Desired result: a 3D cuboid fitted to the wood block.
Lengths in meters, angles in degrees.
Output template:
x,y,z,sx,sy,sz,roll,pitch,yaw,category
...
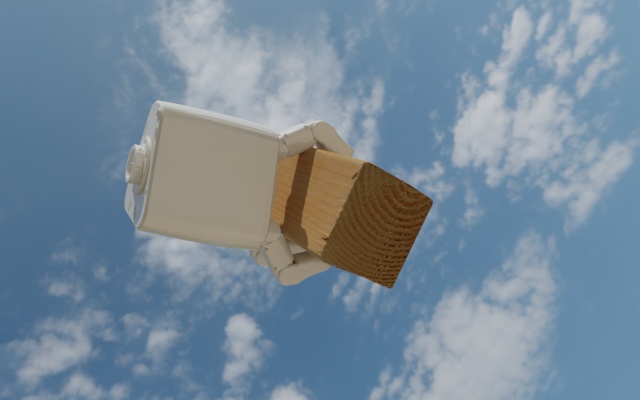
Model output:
x,y,z,sx,sy,sz,roll,pitch,yaw,category
0.000,0.001,0.488,0.090,0.091,0.206,26,-1,-33,wood block
